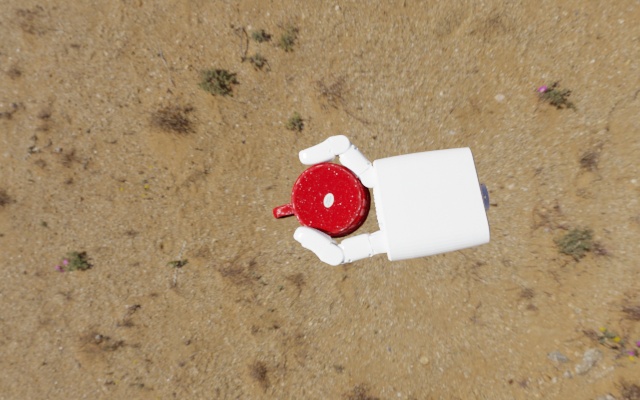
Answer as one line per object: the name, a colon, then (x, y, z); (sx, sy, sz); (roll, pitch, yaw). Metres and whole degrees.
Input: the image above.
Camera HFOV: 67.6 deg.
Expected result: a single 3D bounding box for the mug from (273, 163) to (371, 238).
mug: (-0.001, 0.002, 0.564); (0.117, 0.093, 0.081); (-11, -3, 7)
